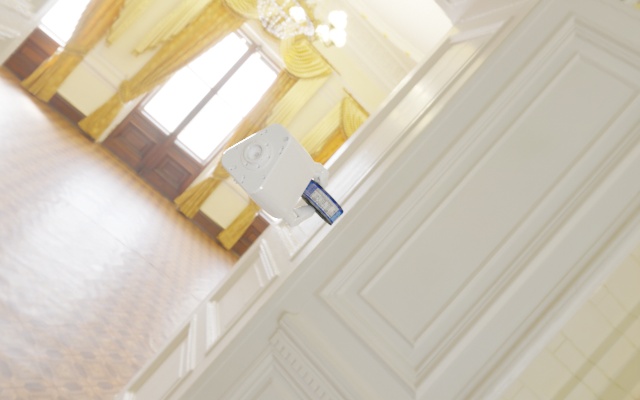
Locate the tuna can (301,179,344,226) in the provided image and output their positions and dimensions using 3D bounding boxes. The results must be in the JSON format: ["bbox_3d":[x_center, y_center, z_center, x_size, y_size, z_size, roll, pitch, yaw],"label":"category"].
[{"bbox_3d":[0.001,0.002,0.832,0.086,0.034,0.086,45,-6,5],"label":"tuna can"}]
